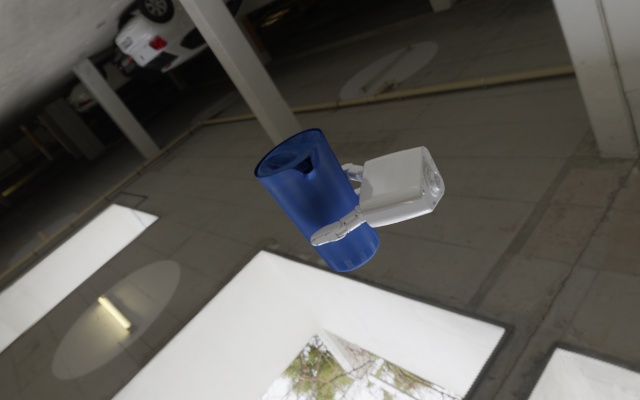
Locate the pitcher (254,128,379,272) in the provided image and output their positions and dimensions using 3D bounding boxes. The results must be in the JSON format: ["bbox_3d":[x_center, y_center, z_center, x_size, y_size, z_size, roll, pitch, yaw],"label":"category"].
[{"bbox_3d":[0.000,0.003,0.840,0.145,0.243,0.149,-16,30,32],"label":"pitcher"}]
